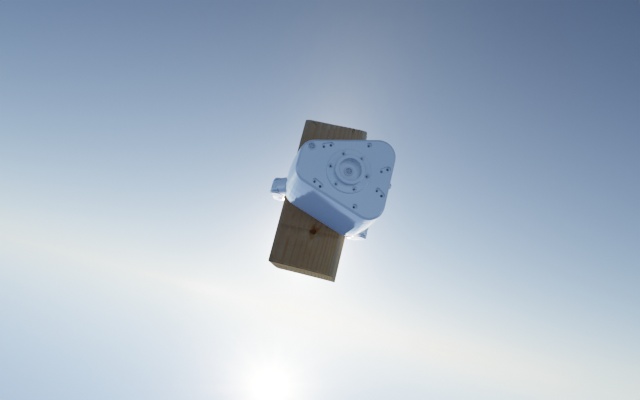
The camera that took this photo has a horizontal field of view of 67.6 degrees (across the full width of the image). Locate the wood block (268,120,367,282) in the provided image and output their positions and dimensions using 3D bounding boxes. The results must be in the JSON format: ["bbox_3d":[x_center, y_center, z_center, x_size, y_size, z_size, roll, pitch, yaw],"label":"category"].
[{"bbox_3d":[0.000,0.002,0.685,0.091,0.206,0.090,13,-13,7],"label":"wood block"}]
